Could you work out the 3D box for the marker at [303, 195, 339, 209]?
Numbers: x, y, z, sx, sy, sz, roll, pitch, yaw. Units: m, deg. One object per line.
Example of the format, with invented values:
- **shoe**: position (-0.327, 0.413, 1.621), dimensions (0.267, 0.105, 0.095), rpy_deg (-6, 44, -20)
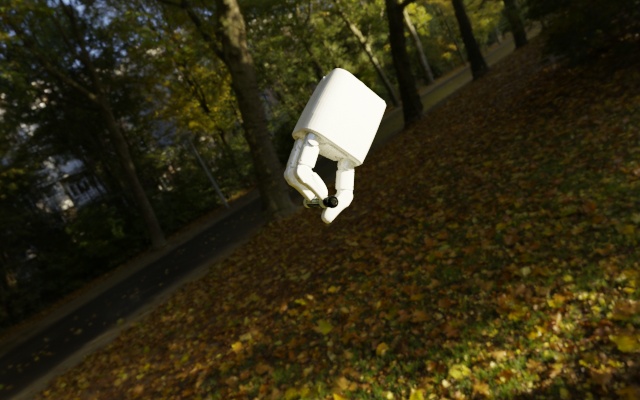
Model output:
- **marker**: position (0.000, 0.002, 0.730), dimensions (0.020, 0.020, 0.121), rpy_deg (0, 0, -19)
